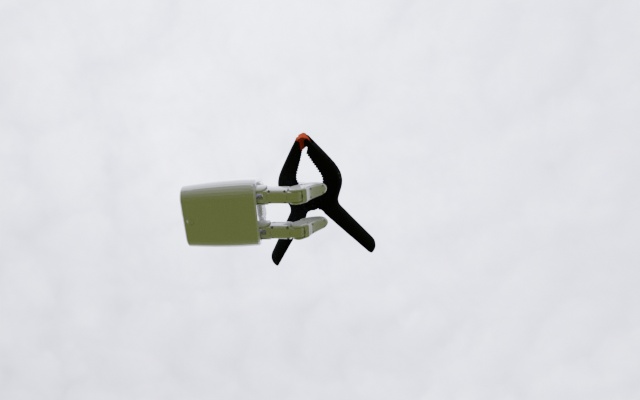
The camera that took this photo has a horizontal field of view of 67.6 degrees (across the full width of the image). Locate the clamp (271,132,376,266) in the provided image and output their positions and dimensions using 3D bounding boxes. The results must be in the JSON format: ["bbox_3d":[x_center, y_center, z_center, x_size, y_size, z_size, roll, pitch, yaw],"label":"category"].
[{"bbox_3d":[0.000,0.002,0.718,0.164,0.210,0.036,-3,23,1],"label":"clamp"}]
